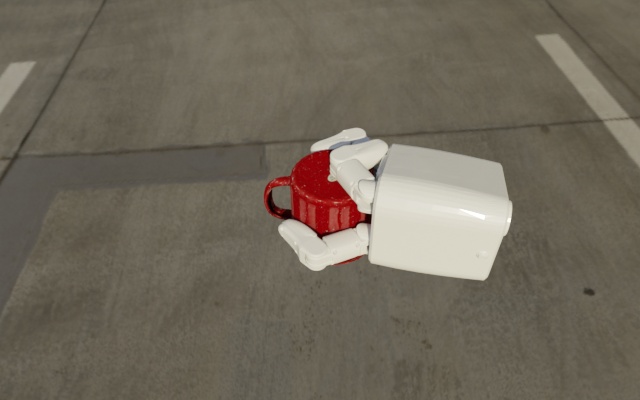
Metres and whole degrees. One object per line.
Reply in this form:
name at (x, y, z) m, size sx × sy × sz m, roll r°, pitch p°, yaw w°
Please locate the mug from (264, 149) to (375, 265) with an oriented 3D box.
mug at (-0.001, 0.001, 0.480) m, size 0.117 × 0.082 × 0.093 m, roll 9°, pitch 45°, yaw 10°
